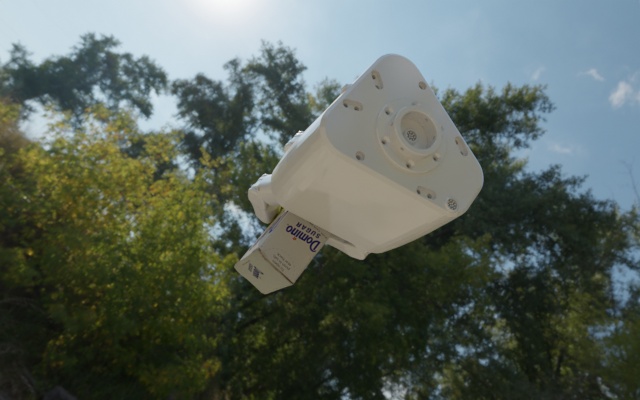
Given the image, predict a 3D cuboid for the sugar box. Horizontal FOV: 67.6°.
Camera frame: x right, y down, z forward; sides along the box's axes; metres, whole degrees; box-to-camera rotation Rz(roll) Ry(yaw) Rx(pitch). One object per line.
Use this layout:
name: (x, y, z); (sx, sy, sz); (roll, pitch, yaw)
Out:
sugar box: (0.000, 0.001, 0.433); (0.176, 0.048, 0.093); (-48, 5, -26)
